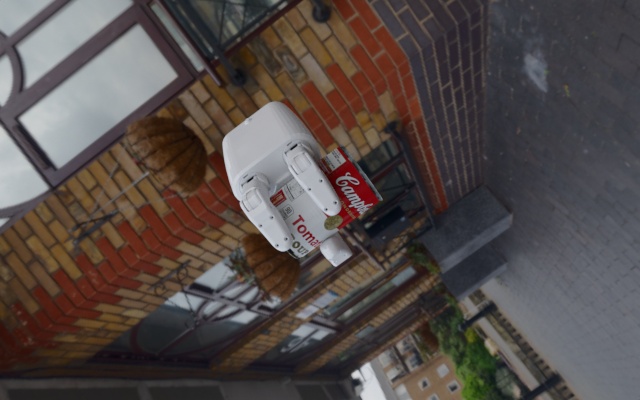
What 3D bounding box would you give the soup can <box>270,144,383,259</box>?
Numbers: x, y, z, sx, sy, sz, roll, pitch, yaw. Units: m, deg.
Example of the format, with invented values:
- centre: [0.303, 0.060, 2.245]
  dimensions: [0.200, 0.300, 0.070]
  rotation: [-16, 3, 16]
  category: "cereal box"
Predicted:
- centre: [0.000, 0.002, 0.469]
  dimensions: [0.102, 0.068, 0.068]
  rotation: [-36, -3, 4]
  category: "soup can"
